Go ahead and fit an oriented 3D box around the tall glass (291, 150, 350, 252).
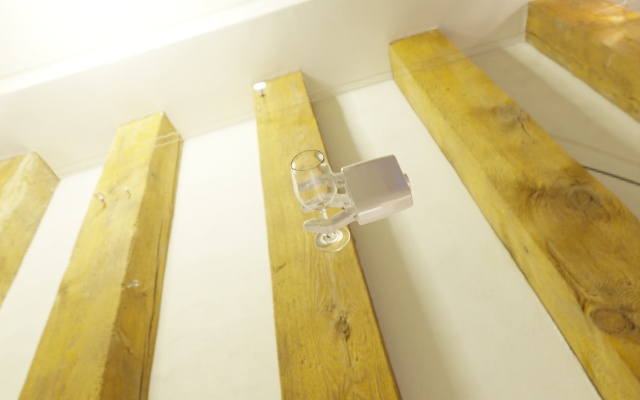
[{"bbox_3d":[0.000,0.004,0.899,0.079,0.201,0.079,-11,40,9],"label":"tall glass"}]
